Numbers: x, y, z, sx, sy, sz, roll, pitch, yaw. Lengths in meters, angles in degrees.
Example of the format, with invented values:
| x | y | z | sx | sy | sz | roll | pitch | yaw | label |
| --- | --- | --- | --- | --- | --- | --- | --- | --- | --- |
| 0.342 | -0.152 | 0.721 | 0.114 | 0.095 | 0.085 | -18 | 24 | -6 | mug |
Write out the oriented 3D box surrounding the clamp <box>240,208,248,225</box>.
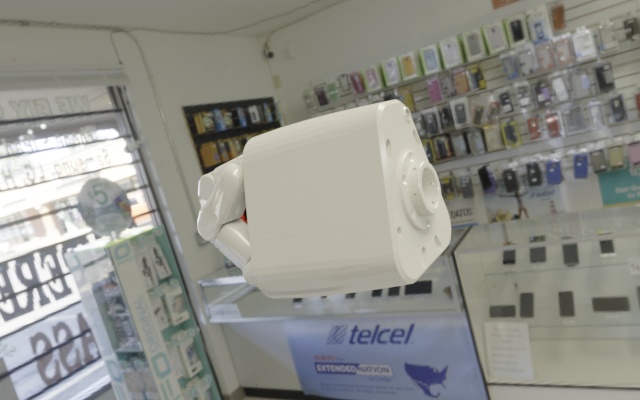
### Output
| x | y | z | sx | sy | sz | roll | pitch | yaw | label |
| --- | --- | --- | --- | --- | --- | --- | --- | --- | --- |
| 0.000 | 0.001 | 0.429 | 0.120 | 0.039 | 0.171 | -12 | 8 | 34 | clamp |
